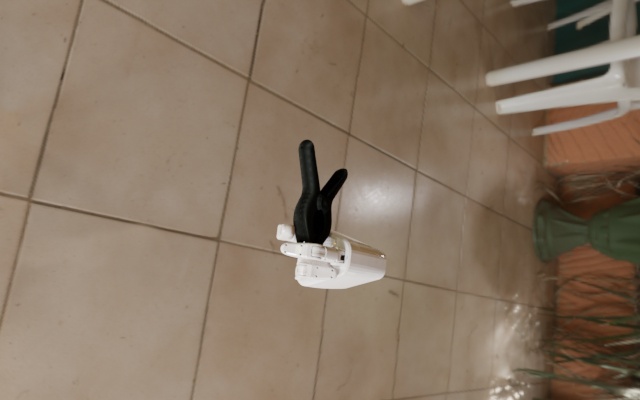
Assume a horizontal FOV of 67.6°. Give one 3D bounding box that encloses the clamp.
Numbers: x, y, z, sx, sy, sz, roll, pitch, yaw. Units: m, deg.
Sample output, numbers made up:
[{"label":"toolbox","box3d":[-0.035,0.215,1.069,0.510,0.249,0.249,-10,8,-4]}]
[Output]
[{"label":"clamp","box3d":[0.001,0.003,0.744,0.039,0.171,0.120,-2,-13,42]}]
